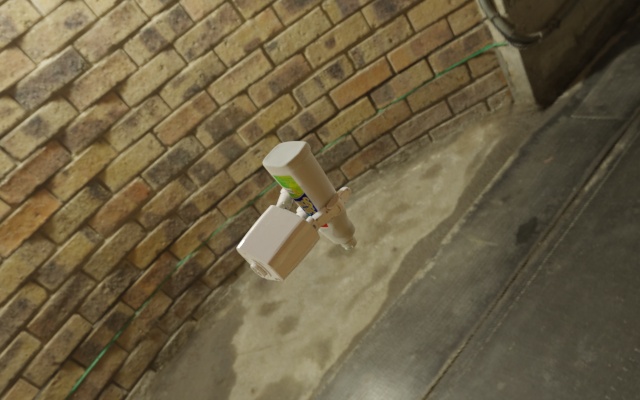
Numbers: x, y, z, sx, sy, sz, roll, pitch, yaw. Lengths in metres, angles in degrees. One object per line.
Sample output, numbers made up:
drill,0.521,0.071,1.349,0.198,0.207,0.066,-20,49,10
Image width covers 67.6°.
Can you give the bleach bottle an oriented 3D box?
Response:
bleach bottle,0.000,0.003,0.898,0.102,0.068,0.251,9,-37,52
